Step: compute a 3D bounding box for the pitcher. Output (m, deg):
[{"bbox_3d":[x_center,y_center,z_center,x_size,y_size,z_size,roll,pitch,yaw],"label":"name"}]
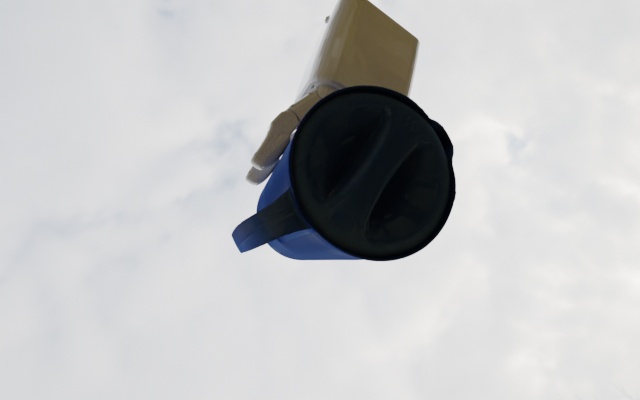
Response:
[{"bbox_3d":[0.000,0.001,0.455,0.149,0.145,0.243,19,-15,-13],"label":"pitcher"}]
